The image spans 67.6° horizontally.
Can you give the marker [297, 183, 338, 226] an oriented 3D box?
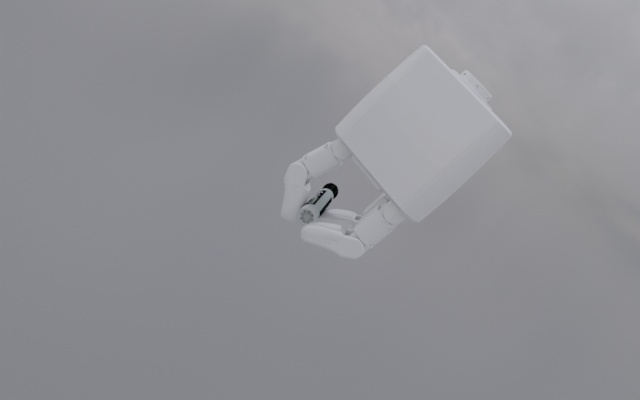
[{"bbox_3d":[0.000,0.002,0.495,0.020,0.020,0.121,0,13,13],"label":"marker"}]
